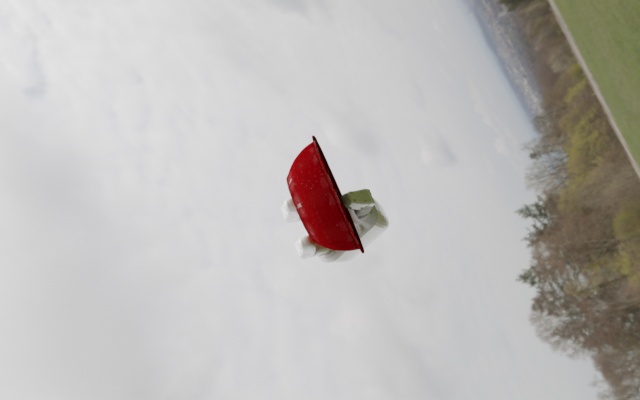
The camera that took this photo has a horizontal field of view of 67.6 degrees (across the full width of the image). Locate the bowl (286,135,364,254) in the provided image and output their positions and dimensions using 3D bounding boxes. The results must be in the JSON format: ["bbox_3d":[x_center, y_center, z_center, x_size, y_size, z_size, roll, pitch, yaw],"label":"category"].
[{"bbox_3d":[-0.001,0.002,0.604,0.055,0.162,0.162,-23,-2,4],"label":"bowl"}]
